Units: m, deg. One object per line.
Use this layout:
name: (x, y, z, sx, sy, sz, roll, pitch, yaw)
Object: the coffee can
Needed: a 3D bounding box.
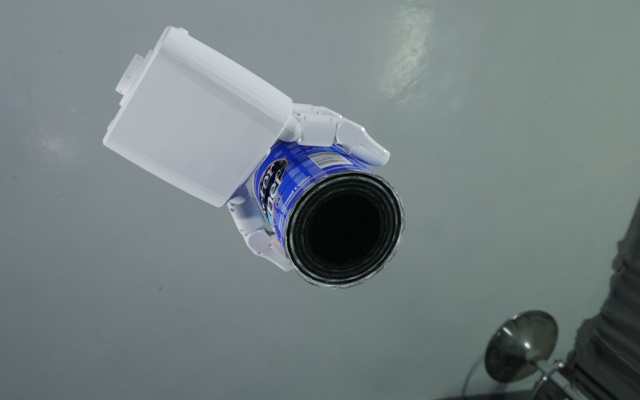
coffee can: (0.000, 0.002, 0.437, 0.103, 0.103, 0.140, 0, 20, -18)
